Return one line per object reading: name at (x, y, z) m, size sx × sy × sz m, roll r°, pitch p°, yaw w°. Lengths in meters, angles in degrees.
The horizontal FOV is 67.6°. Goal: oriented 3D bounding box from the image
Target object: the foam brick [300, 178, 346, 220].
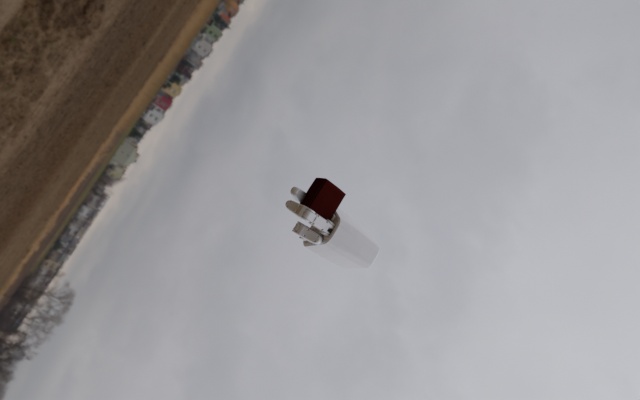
foam brick at (0.000, 0.003, 0.893) m, size 0.051 × 0.078 × 0.053 m, roll 34°, pitch -6°, yaw -21°
